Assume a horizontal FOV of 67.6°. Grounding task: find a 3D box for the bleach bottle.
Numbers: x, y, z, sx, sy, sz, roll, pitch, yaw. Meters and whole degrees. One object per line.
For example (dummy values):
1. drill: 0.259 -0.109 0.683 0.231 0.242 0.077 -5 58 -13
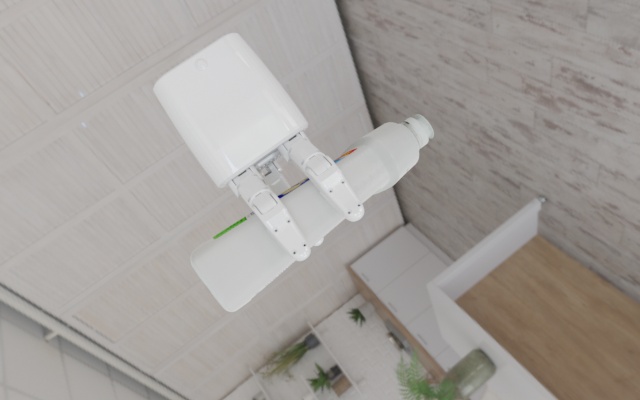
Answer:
1. bleach bottle: 0.000 0.002 0.455 0.251 0.068 0.102 -36 3 -9
